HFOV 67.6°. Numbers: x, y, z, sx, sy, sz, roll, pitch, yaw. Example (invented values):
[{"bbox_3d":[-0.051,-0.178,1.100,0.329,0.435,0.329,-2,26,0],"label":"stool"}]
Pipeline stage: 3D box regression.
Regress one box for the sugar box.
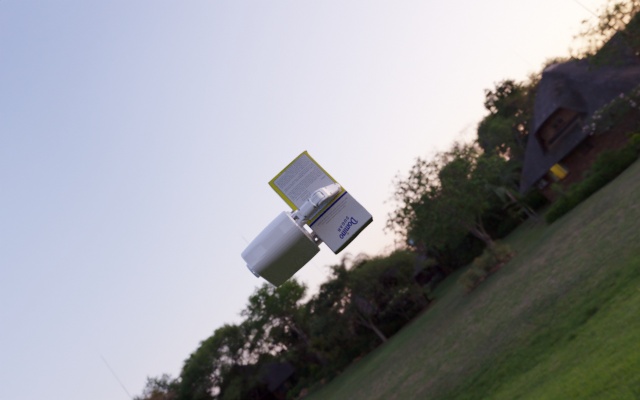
[{"bbox_3d":[0.000,0.003,0.842,0.093,0.176,0.048,-43,-15,-5],"label":"sugar box"}]
